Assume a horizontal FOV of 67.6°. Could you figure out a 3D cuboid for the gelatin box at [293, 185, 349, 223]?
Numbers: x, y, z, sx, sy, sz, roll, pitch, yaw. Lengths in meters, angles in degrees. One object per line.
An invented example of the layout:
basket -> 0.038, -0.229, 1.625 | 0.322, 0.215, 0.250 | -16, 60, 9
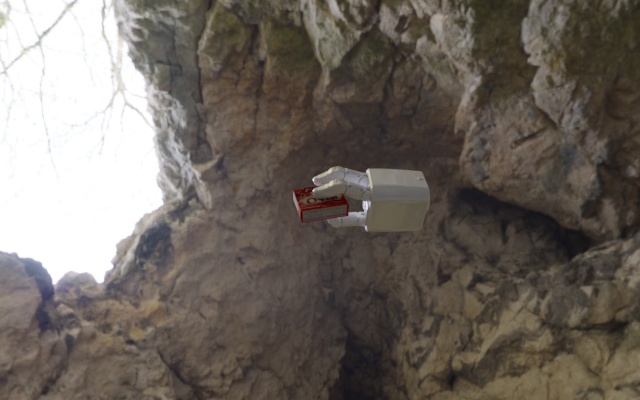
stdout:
gelatin box -> 0.000, 0.003, 0.868 | 0.089, 0.030, 0.073 | -9, 35, -11
